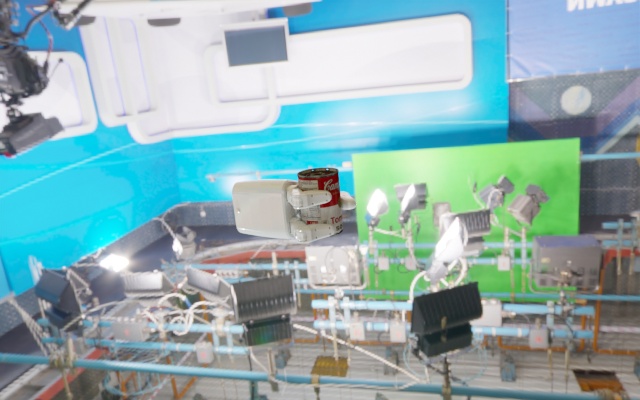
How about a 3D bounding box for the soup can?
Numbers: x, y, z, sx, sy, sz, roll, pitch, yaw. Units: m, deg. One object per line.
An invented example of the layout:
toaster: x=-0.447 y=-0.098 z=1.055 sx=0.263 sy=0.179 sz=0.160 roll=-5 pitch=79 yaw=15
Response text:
soup can: x=0.001 y=0.003 z=0.778 sx=0.068 sy=0.102 sz=0.068 roll=-5 pitch=14 yaw=1
